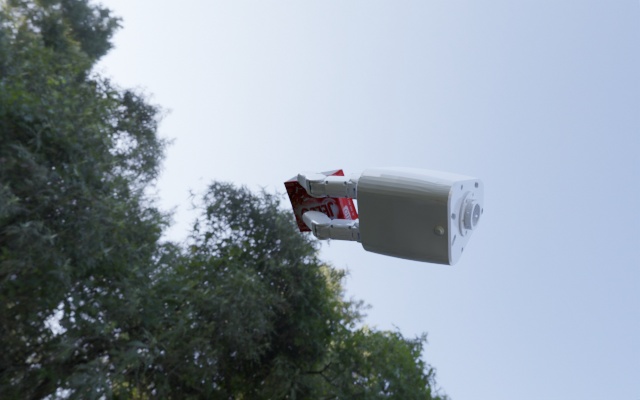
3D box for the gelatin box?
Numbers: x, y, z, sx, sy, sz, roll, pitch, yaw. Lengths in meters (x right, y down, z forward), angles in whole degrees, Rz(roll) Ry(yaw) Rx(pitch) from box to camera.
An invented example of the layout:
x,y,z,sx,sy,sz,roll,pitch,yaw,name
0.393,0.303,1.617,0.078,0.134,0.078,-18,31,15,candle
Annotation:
x,y,z,sx,sy,sz,roll,pitch,yaw,name
0.000,0.002,0.615,0.089,0.073,0.030,-5,19,44,gelatin box
